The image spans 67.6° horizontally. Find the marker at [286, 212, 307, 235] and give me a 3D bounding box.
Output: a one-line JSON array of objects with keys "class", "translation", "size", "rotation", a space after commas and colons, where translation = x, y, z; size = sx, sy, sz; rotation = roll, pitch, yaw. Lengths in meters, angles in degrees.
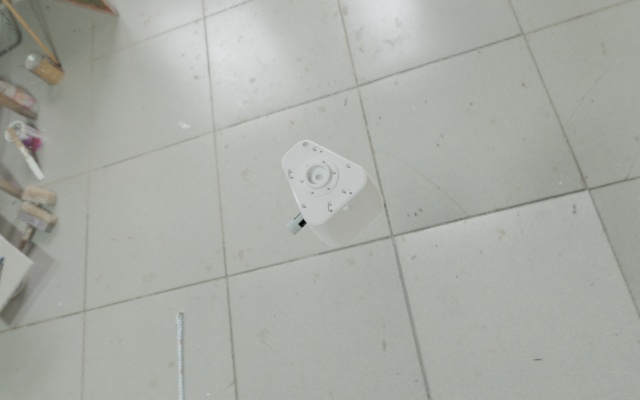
[{"class": "marker", "translation": [0.000, 0.002, 0.689], "size": [0.121, 0.020, 0.020], "rotation": [-43, 0, 0]}]
